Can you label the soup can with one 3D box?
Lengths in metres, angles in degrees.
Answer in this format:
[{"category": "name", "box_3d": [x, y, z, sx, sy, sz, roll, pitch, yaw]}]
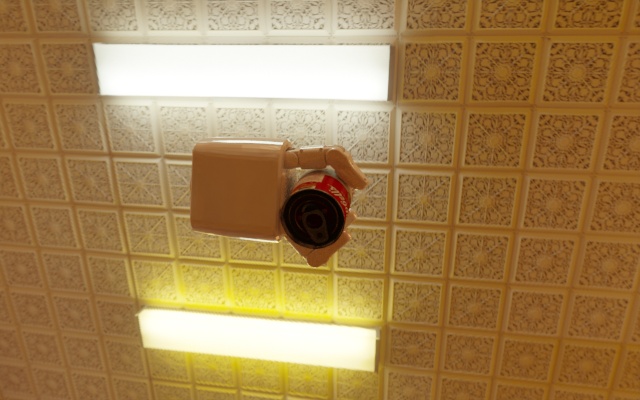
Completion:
[{"category": "soup can", "box_3d": [0.001, 0.002, 0.537, 0.068, 0.068, 0.102, 0, 21, 11]}]
